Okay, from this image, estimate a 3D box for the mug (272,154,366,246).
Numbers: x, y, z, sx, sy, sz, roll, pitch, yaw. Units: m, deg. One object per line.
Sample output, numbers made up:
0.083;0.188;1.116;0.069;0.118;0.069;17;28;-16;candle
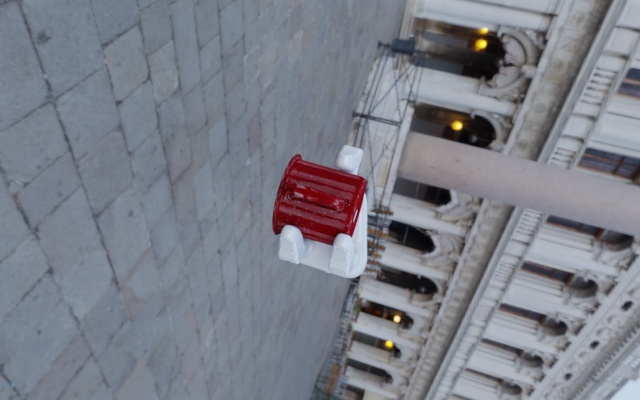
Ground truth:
0.000;0.001;0.510;0.081;0.093;0.117;16;-8;9;mug
